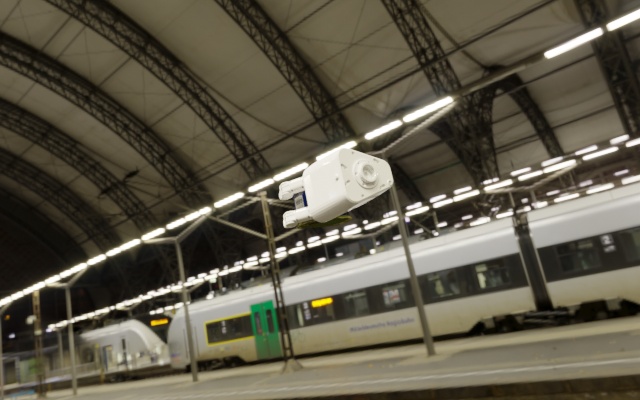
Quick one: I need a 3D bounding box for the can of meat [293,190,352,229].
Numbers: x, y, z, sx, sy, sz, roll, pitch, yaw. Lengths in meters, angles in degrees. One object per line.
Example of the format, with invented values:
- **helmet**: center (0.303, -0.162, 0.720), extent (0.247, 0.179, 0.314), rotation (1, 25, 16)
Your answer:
- **can of meat**: center (0.000, 0.003, 0.880), extent (0.102, 0.084, 0.057), rotation (-4, -14, -30)
